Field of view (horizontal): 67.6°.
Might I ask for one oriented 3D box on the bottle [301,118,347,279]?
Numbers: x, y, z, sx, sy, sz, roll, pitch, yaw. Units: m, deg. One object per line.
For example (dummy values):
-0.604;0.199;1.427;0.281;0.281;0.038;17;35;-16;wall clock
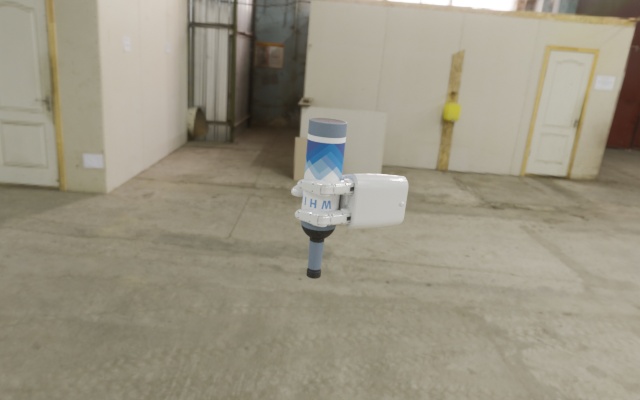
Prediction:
0.000;0.003;0.865;0.069;0.296;0.069;5;17;-2;bottle
